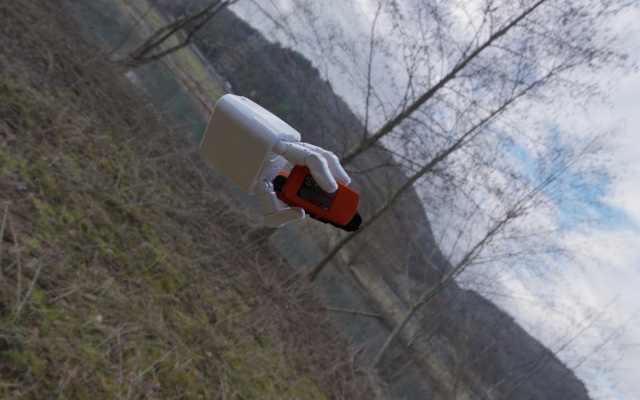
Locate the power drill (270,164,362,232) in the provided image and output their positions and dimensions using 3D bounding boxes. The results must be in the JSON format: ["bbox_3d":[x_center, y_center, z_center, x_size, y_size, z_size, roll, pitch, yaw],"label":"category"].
[{"bbox_3d":[0.000,0.002,0.750,0.184,0.057,0.187,25,-7,-9],"label":"power drill"}]
